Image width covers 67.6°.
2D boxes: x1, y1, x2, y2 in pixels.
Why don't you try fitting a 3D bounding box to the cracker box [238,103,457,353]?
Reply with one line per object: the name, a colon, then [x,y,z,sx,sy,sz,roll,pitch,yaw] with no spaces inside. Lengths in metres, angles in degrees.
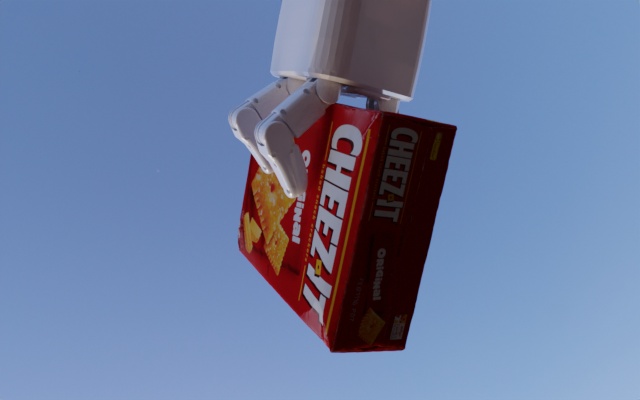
cracker box: [0.000,0.001,0.402,0.072,0.164,0.213,5,11,-28]
